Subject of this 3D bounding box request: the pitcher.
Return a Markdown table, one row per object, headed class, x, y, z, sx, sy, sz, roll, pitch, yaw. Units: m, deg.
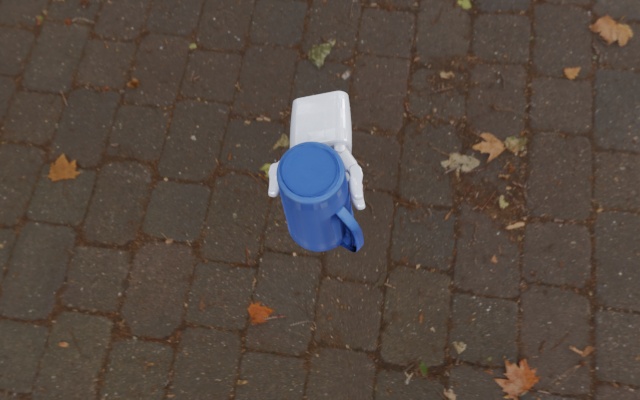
| class | x | y | z | sx | sy | sz | roll | pitch | yaw |
| --- | --- | --- | --- | --- | --- | --- | --- | --- | --- |
| pitcher | 0.000 | 0.003 | 0.843 | 0.149 | 0.145 | 0.243 | -2 | -21 | 3 |
